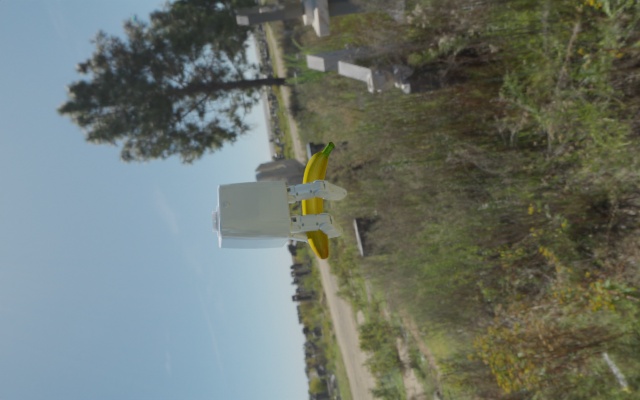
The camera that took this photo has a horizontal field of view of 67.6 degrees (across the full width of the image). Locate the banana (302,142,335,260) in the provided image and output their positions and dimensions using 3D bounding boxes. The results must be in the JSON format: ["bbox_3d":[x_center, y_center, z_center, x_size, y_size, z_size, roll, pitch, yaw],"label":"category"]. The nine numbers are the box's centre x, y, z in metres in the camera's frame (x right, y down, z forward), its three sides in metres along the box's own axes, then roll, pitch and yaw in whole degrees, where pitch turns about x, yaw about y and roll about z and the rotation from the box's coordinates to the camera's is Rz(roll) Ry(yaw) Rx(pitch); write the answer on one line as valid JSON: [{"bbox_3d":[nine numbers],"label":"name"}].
[{"bbox_3d":[-0.007,0.002,0.810,0.037,0.197,0.069,6,-11,-22],"label":"banana"}]
